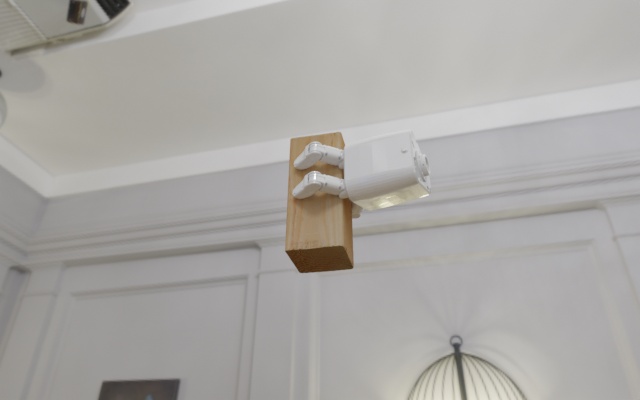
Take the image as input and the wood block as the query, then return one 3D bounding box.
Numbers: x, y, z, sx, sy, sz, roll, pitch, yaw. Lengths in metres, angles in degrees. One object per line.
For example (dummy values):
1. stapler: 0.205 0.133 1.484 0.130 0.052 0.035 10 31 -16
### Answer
1. wood block: 0.001 0.003 0.770 0.090 0.206 0.091 -7 -32 12
